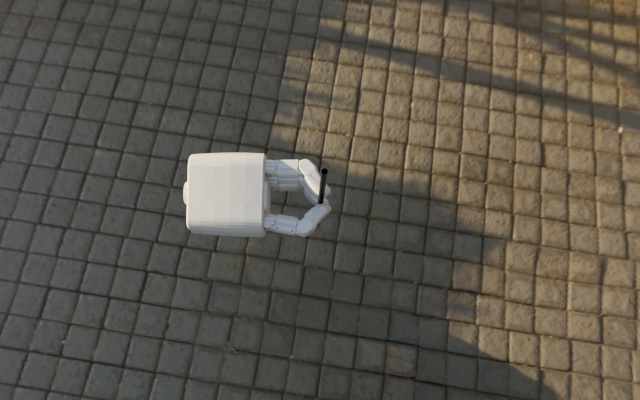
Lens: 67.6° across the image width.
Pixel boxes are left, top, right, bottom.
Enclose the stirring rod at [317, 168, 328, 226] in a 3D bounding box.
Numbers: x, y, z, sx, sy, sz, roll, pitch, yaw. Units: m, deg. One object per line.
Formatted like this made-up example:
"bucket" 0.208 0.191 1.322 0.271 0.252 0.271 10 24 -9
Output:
"stirring rod" 0.000 0.002 0.680 0.011 0.011 0.240 0 -18 -2
